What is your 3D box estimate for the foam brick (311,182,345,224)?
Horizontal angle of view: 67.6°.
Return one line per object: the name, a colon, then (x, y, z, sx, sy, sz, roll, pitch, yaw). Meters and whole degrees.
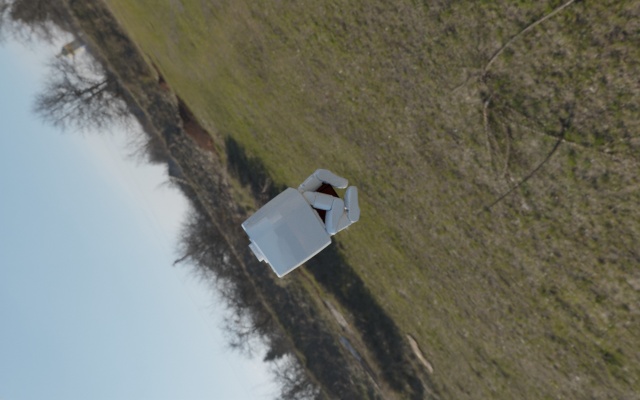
foam brick: (0.000, 0.003, 0.837, 0.051, 0.053, 0.078, -36, 12, -9)
